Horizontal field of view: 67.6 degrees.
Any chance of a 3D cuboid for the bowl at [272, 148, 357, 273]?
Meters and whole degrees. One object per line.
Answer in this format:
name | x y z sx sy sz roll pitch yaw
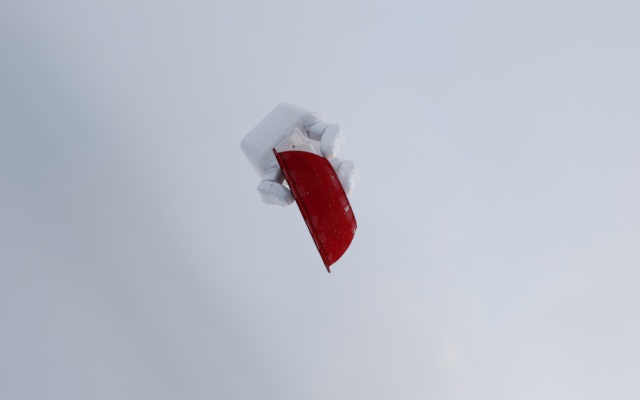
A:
bowl | 0.001 0.003 0.565 0.055 0.162 0.162 -24 1 -3
